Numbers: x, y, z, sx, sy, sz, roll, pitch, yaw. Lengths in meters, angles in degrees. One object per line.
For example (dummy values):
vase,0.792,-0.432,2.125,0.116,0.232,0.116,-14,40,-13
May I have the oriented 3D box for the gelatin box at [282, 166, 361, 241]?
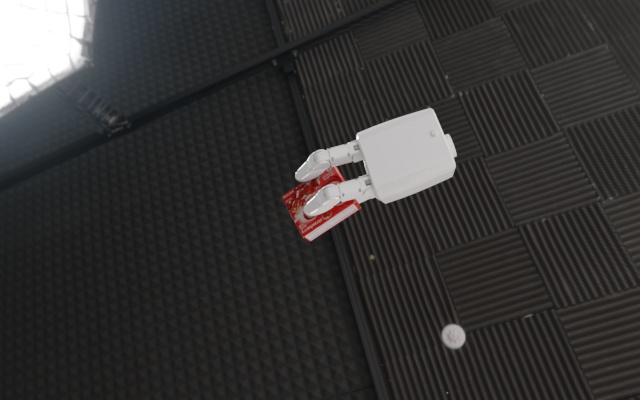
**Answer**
gelatin box,0.000,0.003,0.666,0.089,0.073,0.030,-34,-28,8
